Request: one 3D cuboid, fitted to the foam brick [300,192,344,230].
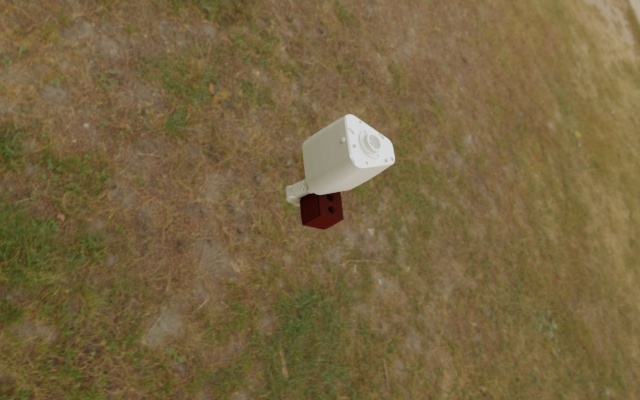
[{"bbox_3d":[0.000,0.003,0.813,0.053,0.078,0.051,12,-27,-39],"label":"foam brick"}]
